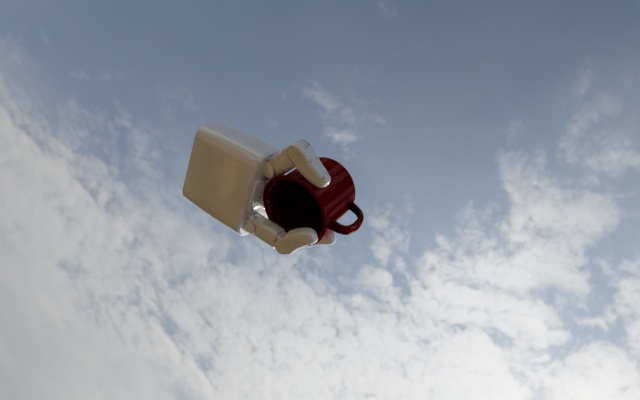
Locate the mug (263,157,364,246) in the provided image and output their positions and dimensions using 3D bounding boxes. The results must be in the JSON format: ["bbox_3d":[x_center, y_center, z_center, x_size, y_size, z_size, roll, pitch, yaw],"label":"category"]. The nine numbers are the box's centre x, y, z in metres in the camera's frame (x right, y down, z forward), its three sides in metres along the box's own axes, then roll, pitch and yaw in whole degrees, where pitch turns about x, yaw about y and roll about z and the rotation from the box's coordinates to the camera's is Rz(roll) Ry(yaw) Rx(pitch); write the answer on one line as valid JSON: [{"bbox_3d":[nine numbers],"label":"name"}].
[{"bbox_3d":[0.001,0.002,0.585,0.117,0.093,0.081,28,39,22],"label":"mug"}]
